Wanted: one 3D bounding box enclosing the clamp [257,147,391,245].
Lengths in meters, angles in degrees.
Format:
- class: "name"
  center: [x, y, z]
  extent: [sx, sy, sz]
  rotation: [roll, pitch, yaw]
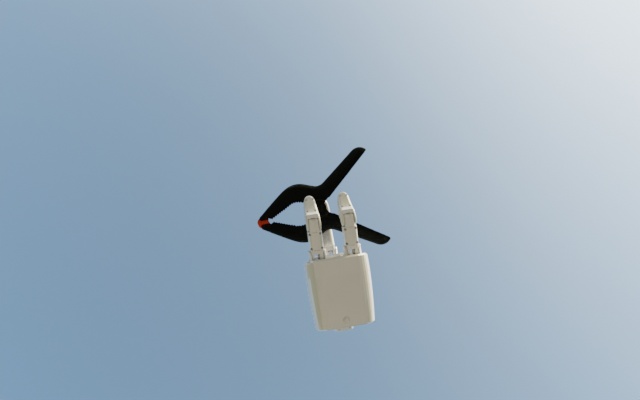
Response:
- class: "clamp"
  center: [0.000, 0.003, 0.775]
  extent: [0.210, 0.164, 0.036]
  rotation: [-7, -7, -8]
